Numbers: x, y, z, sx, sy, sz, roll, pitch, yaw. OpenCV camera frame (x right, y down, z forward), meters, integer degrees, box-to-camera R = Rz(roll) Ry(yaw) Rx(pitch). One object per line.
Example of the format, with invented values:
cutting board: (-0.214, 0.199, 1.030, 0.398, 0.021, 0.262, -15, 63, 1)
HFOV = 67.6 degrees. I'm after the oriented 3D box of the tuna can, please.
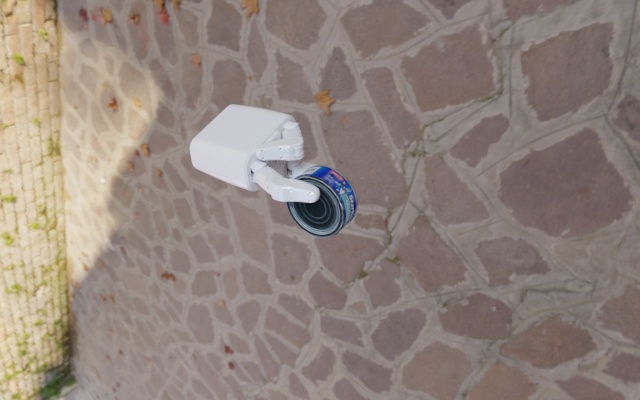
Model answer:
tuna can: (0.000, 0.002, 0.587, 0.086, 0.086, 0.033, 0, 25, 35)
